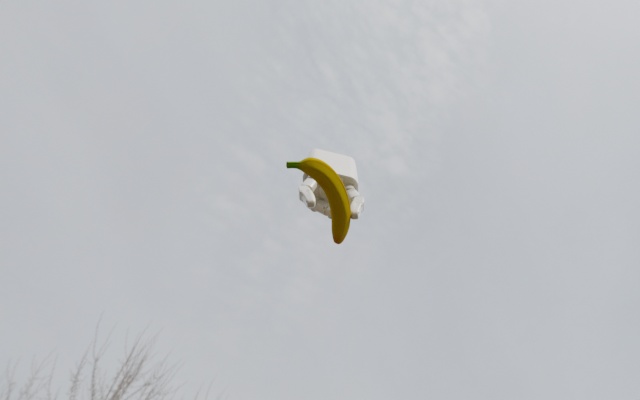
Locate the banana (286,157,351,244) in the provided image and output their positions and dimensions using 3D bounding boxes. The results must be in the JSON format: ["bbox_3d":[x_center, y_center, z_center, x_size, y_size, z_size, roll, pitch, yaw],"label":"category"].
[{"bbox_3d":[0.015,-0.007,0.858,0.069,0.198,0.037,-23,28,16],"label":"banana"}]
